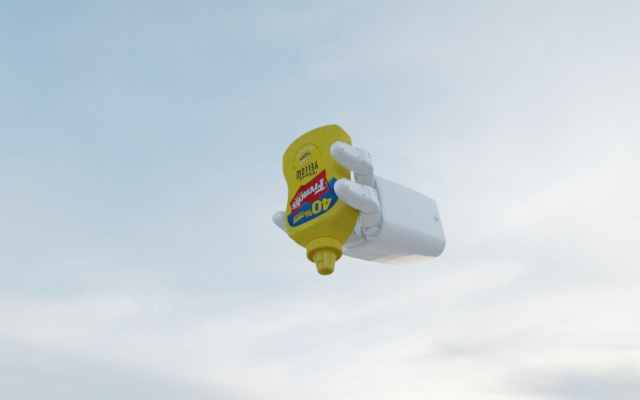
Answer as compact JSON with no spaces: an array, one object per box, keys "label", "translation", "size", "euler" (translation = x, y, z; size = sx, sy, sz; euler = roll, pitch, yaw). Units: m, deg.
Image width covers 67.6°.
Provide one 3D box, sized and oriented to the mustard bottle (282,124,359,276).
[{"label":"mustard bottle","translation":[0.000,0.002,0.576],"size":[0.096,0.191,0.058],"euler":[-26,-41,26]}]
